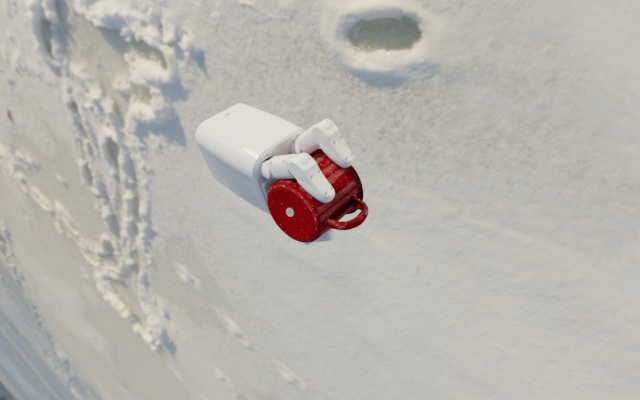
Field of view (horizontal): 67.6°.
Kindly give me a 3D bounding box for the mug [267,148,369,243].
[{"bbox_3d":[0.001,0.003,0.563,0.117,0.093,0.081,28,47,27],"label":"mug"}]
